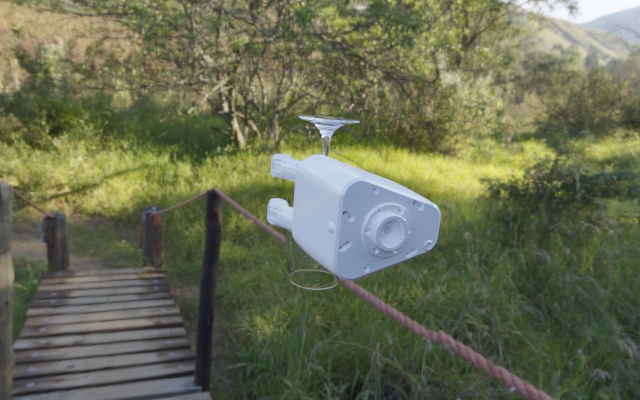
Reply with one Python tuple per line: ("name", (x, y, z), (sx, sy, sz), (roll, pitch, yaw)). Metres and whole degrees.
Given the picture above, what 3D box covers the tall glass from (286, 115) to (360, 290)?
("tall glass", (0.000, 0.001, 0.572), (0.079, 0.201, 0.079), (5, 13, -1))
